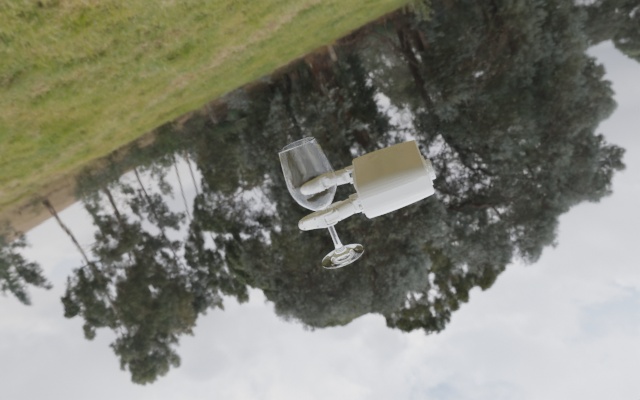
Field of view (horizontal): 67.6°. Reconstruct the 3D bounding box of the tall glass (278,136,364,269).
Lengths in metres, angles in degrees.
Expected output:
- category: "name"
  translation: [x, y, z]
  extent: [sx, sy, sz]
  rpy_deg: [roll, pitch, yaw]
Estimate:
- category: "tall glass"
  translation: [0.000, 0.003, 0.754]
  extent: [0.079, 0.201, 0.079]
  rpy_deg: [-21, 15, 6]
